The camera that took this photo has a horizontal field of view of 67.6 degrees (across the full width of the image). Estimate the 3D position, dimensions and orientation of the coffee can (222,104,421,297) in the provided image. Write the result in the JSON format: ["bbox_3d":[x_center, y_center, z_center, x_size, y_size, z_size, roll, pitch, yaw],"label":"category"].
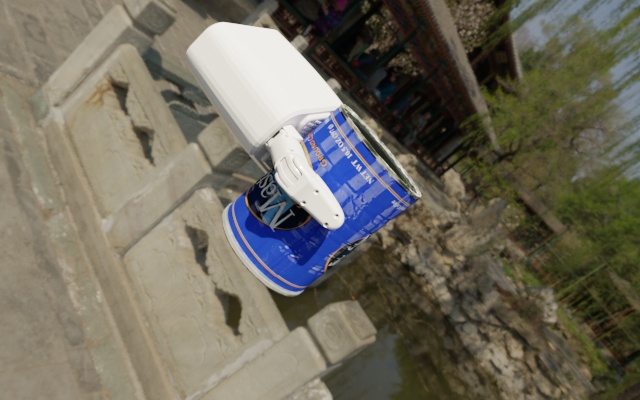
[{"bbox_3d":[0.000,0.002,0.415,0.140,0.103,0.103,-40,-12,15],"label":"coffee can"}]
